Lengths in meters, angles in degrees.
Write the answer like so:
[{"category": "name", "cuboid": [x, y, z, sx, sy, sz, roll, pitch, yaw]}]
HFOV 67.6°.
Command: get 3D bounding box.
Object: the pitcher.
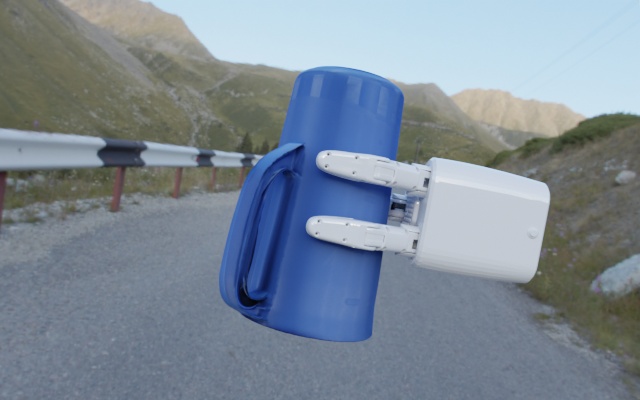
[{"category": "pitcher", "cuboid": [0.000, 0.002, 0.455, 0.145, 0.243, 0.149, 11, -1, -2]}]
